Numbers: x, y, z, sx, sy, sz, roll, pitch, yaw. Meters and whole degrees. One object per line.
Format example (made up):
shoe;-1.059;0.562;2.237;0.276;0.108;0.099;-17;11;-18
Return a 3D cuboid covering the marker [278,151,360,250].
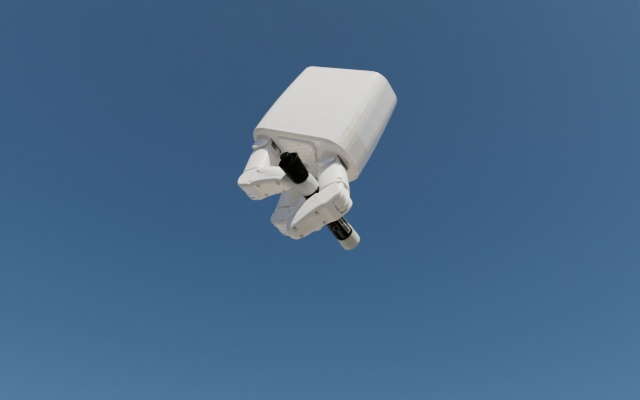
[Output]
marker;0.000;0.001;0.431;0.020;0.020;0.121;0;-41;42
